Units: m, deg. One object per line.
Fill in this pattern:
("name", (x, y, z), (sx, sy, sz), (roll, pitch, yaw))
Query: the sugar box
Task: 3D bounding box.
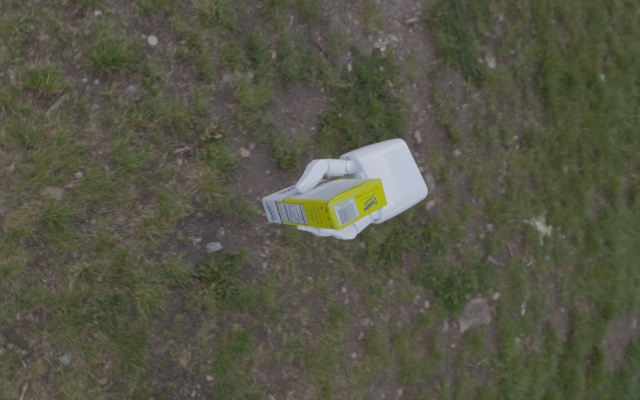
("sugar box", (0.000, 0.003, 0.682), (0.093, 0.048, 0.176), (-24, 13, -32))
